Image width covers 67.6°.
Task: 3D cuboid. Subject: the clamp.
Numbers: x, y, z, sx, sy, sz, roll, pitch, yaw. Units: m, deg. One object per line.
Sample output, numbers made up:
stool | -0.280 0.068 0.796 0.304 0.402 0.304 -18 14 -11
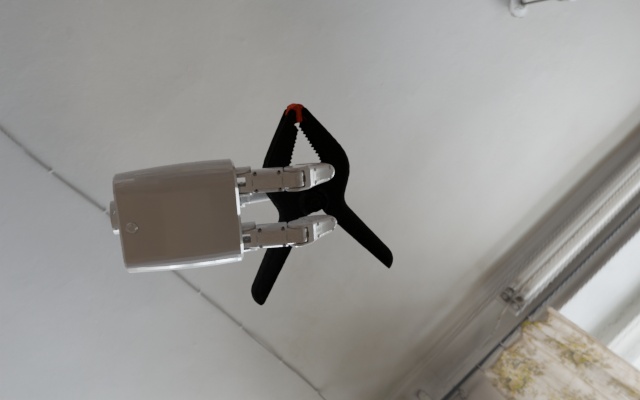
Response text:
clamp | 0.000 0.001 0.512 0.164 0.210 0.036 -7 15 -17
